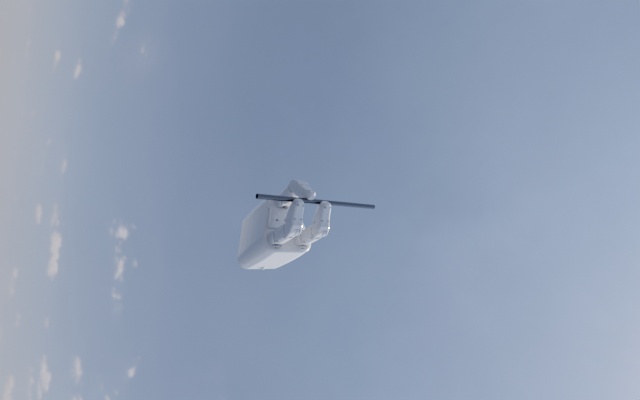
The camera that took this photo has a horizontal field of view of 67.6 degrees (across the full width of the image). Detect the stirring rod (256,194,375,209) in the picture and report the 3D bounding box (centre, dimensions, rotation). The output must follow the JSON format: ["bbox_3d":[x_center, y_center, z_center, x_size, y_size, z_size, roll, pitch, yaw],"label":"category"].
[{"bbox_3d":[0.000,0.003,0.790,0.239,0.011,0.011,5,-3,-37],"label":"stirring rod"}]
